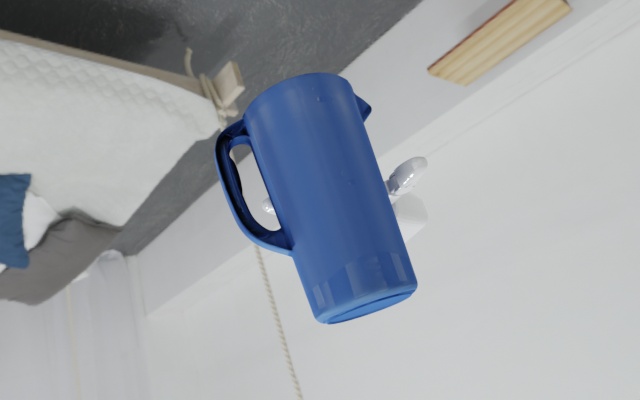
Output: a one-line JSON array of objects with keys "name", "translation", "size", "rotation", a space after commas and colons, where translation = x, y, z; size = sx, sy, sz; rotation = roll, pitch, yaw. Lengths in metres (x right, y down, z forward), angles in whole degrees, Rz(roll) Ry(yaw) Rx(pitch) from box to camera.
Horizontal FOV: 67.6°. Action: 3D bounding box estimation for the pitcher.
[{"name": "pitcher", "translation": [0.000, 0.002, 0.504], "size": [0.149, 0.242, 0.145], "rotation": [-29, -22, 26]}]
